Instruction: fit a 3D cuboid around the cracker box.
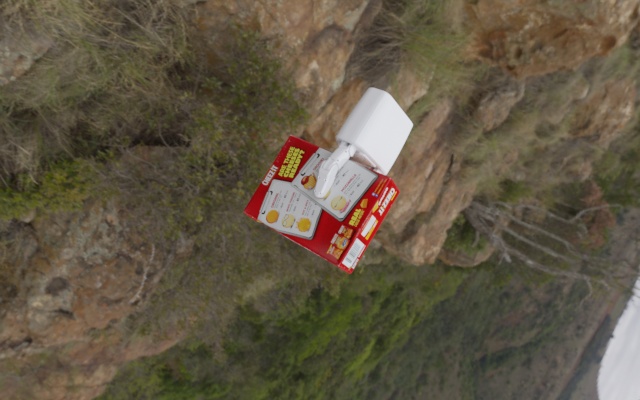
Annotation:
[{"bbox_3d":[0.000,0.003,0.812,0.213,0.164,0.072,26,-9,31],"label":"cracker box"}]
